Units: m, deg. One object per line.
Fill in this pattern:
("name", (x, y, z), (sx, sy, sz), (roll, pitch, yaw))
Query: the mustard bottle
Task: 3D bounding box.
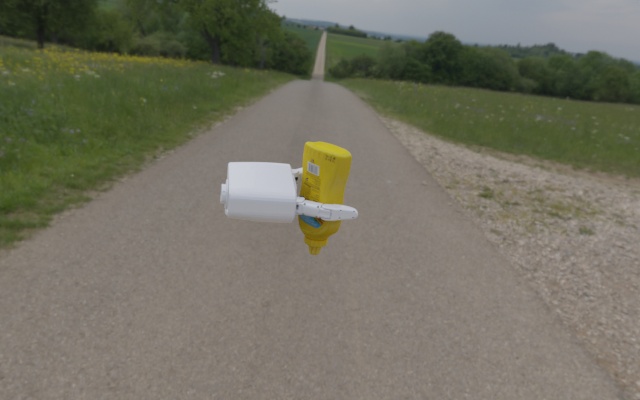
("mustard bottle", (0.000, 0.002, 0.808), (0.058, 0.192, 0.096), (-7, 23, -37))
